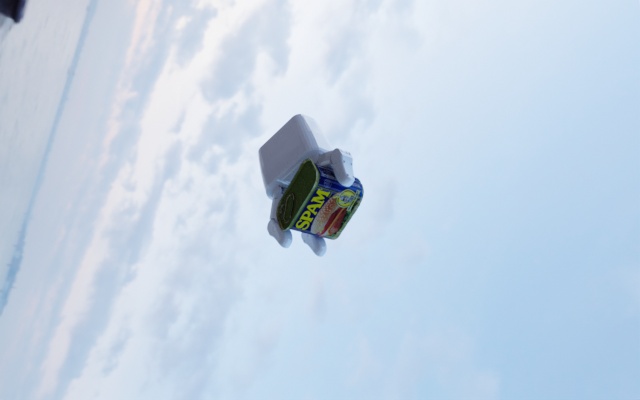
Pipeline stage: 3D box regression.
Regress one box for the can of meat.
[{"bbox_3d":[0.000,0.002,0.662,0.084,0.102,0.057,16,30,-31],"label":"can of meat"}]
